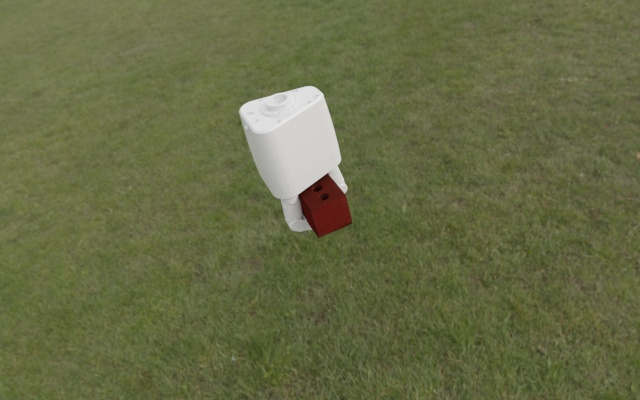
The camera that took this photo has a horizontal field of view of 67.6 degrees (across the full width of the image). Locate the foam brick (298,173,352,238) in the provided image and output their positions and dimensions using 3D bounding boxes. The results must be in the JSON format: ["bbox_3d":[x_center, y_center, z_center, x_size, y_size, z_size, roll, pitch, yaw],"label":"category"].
[{"bbox_3d":[0.000,0.002,0.652,0.053,0.051,0.078,-25,40,-12],"label":"foam brick"}]
